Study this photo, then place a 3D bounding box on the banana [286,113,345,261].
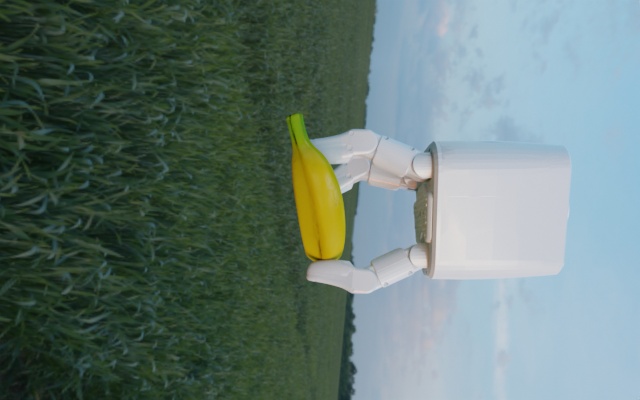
[{"bbox_3d":[0.001,0.015,0.403,0.037,0.069,0.198,-5,-32,0],"label":"banana"}]
